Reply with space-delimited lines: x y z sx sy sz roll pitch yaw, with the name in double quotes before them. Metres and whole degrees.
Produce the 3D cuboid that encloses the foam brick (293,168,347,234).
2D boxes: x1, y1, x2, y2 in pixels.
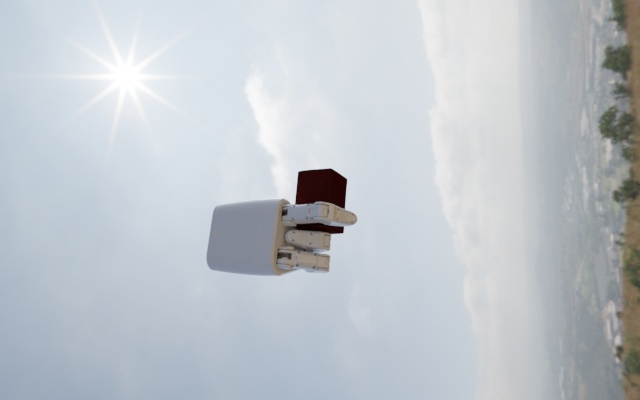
"foam brick" 0.000 0.002 0.631 0.051 0.078 0.053 -3 -18 27
